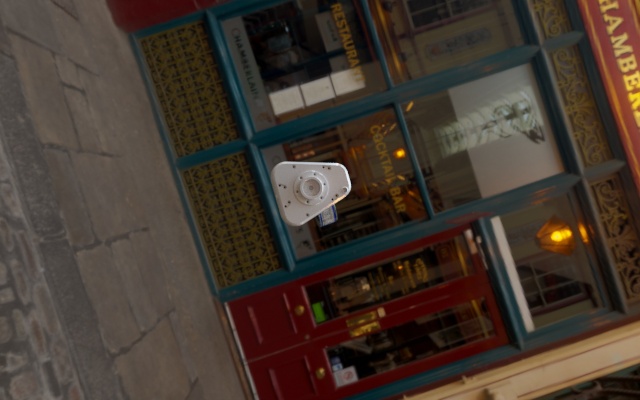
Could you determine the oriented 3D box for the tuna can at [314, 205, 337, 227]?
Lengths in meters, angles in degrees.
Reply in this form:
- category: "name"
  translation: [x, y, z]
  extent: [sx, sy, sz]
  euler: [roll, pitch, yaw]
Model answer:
- category: "tuna can"
  translation: [0.001, 0.003, 0.859]
  extent: [0.034, 0.086, 0.086]
  euler: [-19, 2, -8]
